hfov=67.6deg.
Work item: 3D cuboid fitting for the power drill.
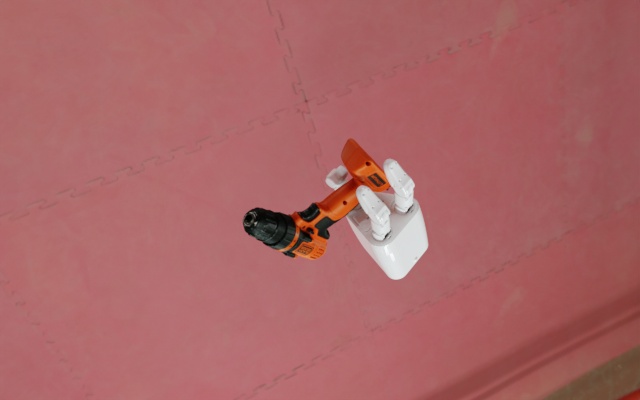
[{"bbox_3d":[0.001,0.002,0.667,0.188,0.057,0.184,-42,-29,11],"label":"power drill"}]
